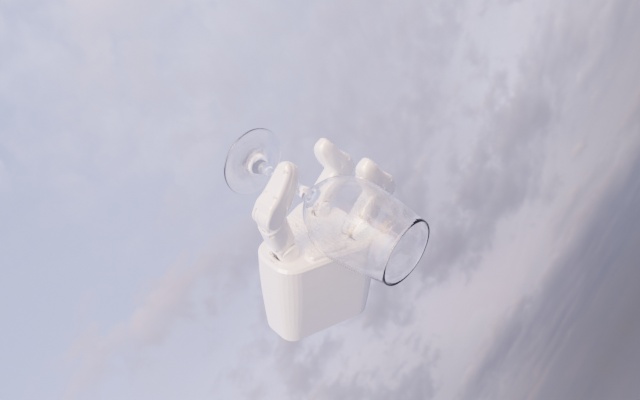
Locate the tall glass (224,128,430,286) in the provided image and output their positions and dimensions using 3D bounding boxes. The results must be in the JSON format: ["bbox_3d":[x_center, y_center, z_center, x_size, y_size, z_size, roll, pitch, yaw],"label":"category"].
[{"bbox_3d":[0.000,0.001,0.443,0.201,0.079,0.079,30,18,35],"label":"tall glass"}]
